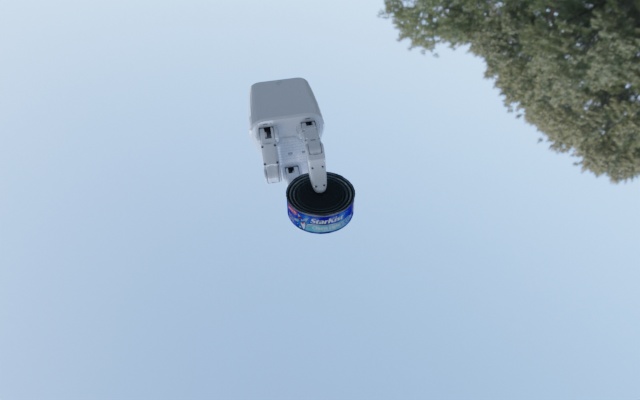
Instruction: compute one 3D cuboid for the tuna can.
[{"bbox_3d":[0.000,0.002,0.597,0.086,0.034,0.086,0,41,0],"label":"tuna can"}]
